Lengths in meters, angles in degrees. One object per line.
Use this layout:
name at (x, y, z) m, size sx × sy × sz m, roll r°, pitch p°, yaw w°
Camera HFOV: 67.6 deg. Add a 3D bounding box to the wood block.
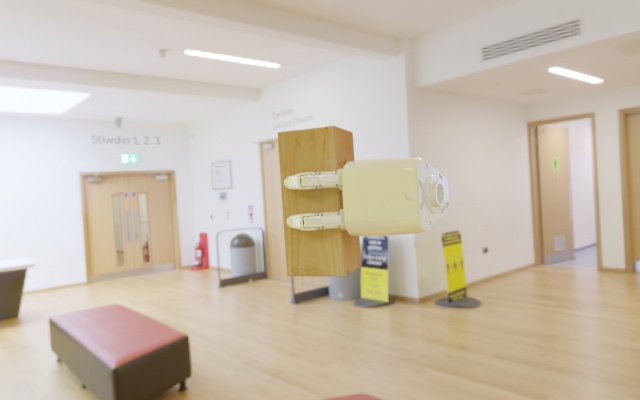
wood block at (0.001, 0.002, 0.705) m, size 0.090 × 0.206 × 0.091 m, roll -3°, pitch 1°, yaw 21°
